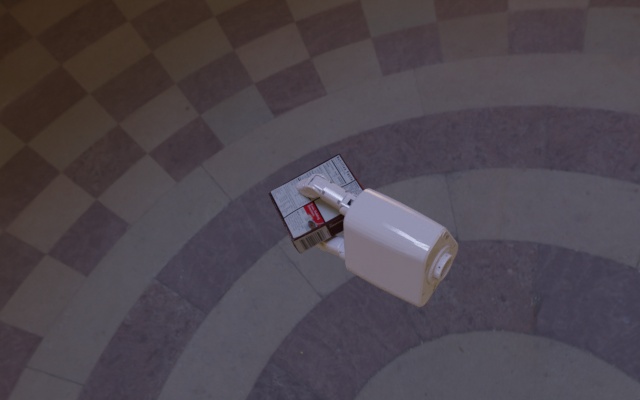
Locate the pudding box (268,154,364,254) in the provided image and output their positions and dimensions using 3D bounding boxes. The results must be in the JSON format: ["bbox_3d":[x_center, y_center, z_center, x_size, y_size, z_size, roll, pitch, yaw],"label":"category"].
[{"bbox_3d":[0.000,0.002,0.623,0.113,0.090,0.039,-27,-36,-3],"label":"pudding box"}]
